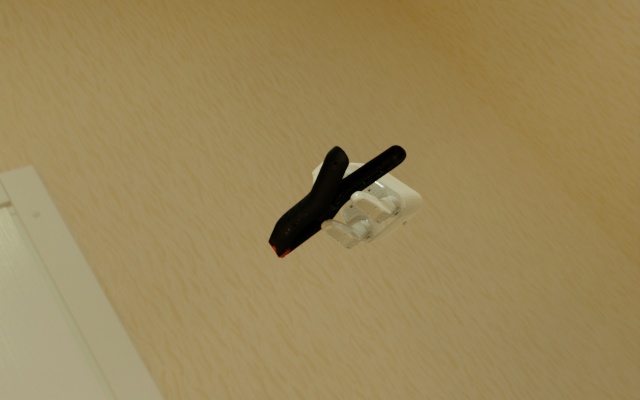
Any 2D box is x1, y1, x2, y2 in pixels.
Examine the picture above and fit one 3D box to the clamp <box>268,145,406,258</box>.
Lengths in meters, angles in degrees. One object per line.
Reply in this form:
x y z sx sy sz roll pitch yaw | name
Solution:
-0.001 0.002 0.584 0.210 0.036 0.164 -42 -18 22 | clamp
